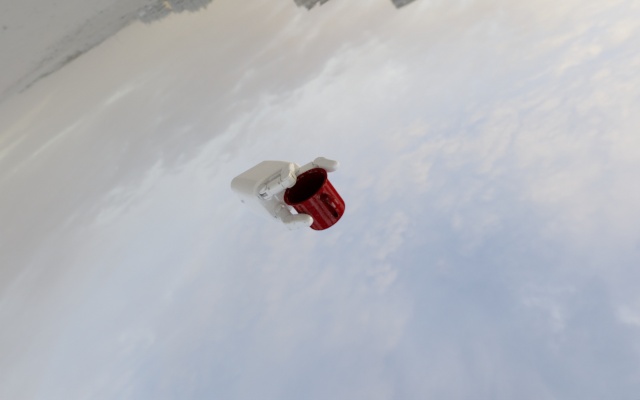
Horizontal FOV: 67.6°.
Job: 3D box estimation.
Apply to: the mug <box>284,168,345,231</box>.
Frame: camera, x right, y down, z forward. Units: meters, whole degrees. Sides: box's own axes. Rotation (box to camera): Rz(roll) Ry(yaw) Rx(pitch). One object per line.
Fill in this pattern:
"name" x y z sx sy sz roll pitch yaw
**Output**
"mug" 0.001 0.003 0.864 0.117 0.093 0.081 15 -31 52
